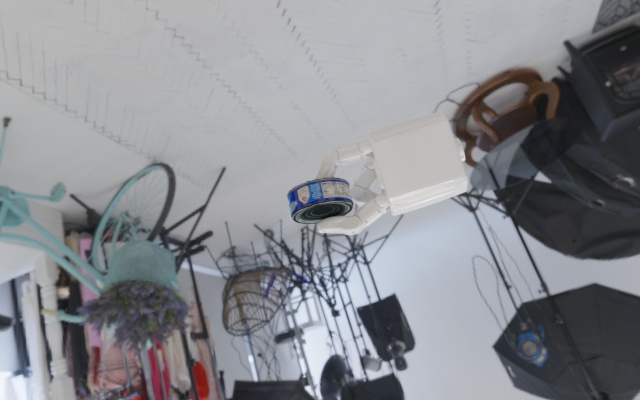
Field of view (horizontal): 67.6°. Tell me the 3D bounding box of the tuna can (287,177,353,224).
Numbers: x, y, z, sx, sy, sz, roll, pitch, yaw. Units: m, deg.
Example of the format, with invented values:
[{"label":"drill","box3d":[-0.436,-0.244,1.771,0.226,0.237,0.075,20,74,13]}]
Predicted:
[{"label":"tuna can","box3d":[0.000,0.003,0.636,0.086,0.033,0.086,-10,-20,-4]}]
